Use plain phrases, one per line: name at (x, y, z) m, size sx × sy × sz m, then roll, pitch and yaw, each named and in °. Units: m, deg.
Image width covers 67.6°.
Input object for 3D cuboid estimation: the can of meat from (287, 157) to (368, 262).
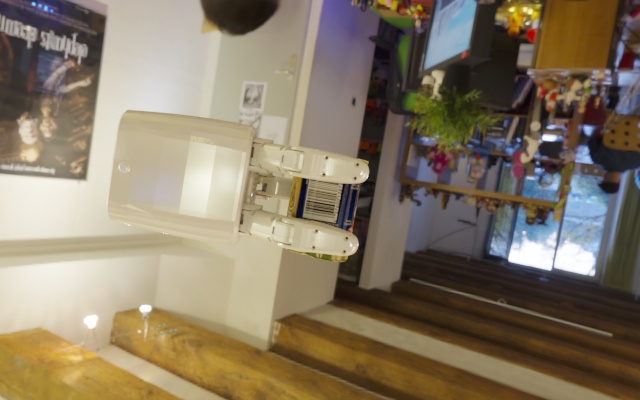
can of meat at (0.000, 0.002, 0.418) m, size 0.057 × 0.084 × 0.102 m, roll 10°, pitch 4°, yaw -7°
